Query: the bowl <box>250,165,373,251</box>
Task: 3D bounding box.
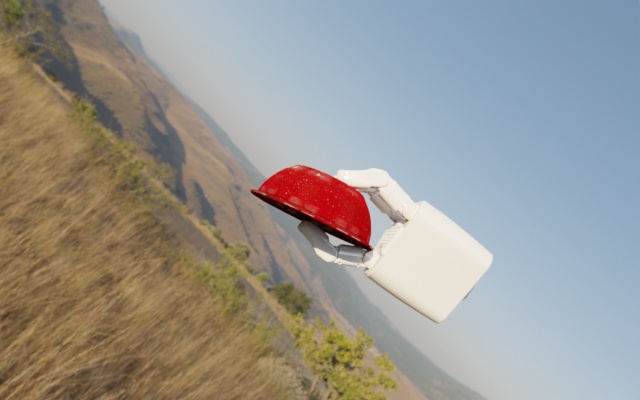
[{"bbox_3d":[-0.001,0.001,0.570,0.162,0.055,0.162,25,-6,3],"label":"bowl"}]
